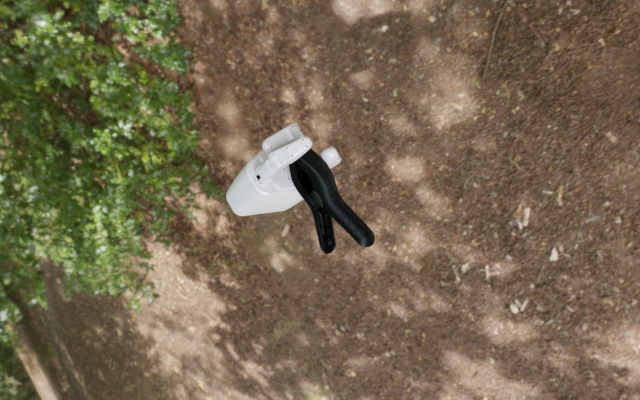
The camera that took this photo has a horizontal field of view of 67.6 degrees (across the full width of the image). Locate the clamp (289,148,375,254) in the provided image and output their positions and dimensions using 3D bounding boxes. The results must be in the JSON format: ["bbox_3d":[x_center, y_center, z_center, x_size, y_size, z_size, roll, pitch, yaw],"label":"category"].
[{"bbox_3d":[0.000,0.002,0.666,0.039,0.171,0.120,-27,-5,-36],"label":"clamp"}]
